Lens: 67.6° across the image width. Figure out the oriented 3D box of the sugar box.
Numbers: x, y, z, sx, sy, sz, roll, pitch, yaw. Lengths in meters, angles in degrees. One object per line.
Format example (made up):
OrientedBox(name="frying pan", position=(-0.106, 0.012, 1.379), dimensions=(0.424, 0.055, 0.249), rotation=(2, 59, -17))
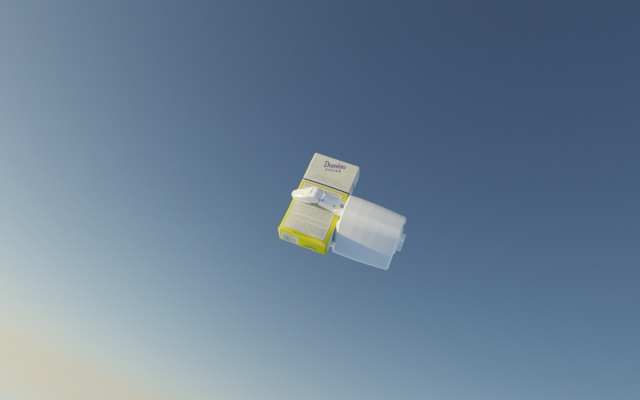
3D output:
OrientedBox(name="sugar box", position=(0.000, 0.003, 0.877), dimensions=(0.093, 0.176, 0.048), rotation=(20, -30, 11))
